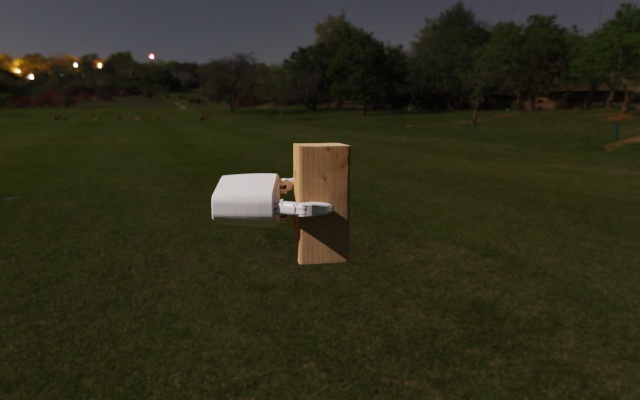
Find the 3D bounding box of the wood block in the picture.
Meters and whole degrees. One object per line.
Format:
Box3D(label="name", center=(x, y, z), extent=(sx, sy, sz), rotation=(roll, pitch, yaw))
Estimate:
Box3D(label="wood block", center=(0.000, 0.003, 0.858), extent=(0.090, 0.206, 0.091), rotation=(-2, 10, -10))
